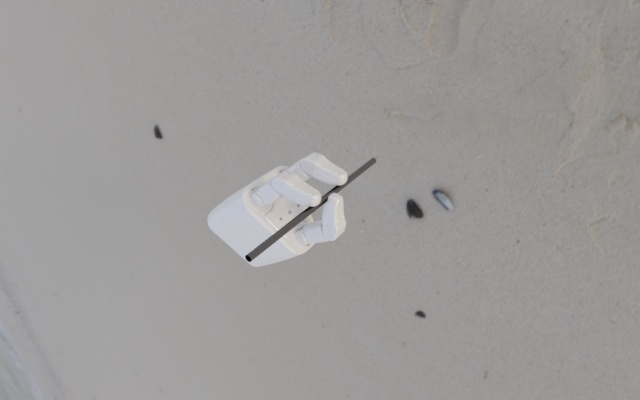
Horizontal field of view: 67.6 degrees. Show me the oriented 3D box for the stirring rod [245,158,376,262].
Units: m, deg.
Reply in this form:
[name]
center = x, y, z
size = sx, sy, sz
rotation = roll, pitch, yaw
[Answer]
[stirring rod]
center = 0.000, 0.002, 0.538
size = 0.011, 0.011, 0.239
rotation = 0, 27, 40
